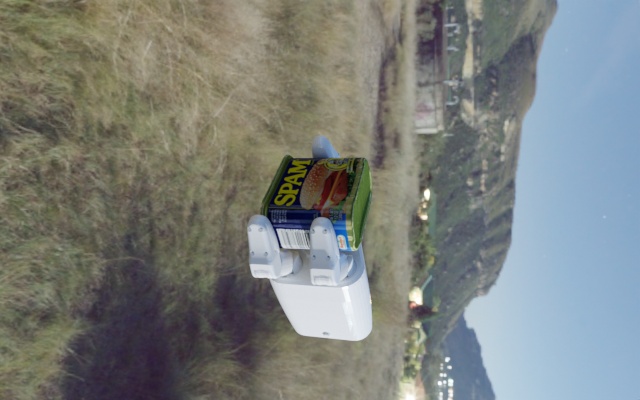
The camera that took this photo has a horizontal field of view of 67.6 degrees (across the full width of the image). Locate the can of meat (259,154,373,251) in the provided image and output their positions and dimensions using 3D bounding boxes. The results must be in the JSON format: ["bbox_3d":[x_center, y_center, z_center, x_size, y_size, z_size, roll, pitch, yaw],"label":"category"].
[{"bbox_3d":[0.000,0.001,0.453,0.084,0.057,0.102,1,41,16],"label":"can of meat"}]
